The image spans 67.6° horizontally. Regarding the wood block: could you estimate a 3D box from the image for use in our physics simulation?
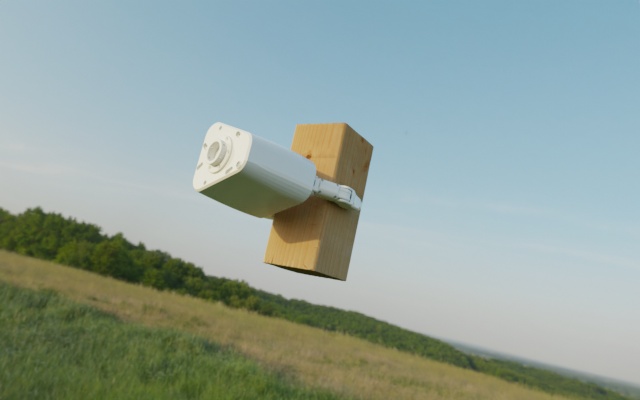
[{"bbox_3d":[0.000,0.002,0.686,0.091,0.206,0.090,4,-15,35],"label":"wood block"}]
